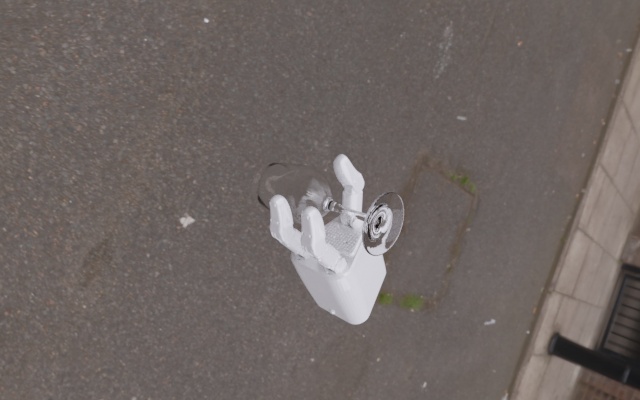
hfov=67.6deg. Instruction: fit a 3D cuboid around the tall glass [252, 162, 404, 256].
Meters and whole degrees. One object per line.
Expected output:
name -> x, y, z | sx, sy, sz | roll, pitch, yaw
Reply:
tall glass -> 0.001, 0.002, 0.594 | 0.201, 0.079, 0.079 | 20, 13, 41
